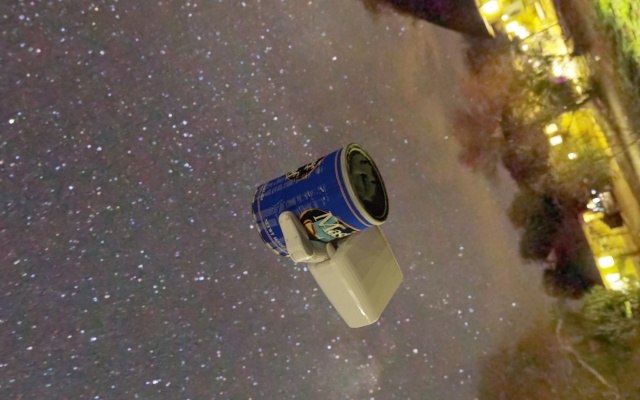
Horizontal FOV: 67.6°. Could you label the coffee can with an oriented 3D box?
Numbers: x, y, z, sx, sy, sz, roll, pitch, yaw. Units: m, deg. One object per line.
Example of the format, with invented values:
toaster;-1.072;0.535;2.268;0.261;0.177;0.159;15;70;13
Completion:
coffee can;0.000;0.002;0.598;0.140;0.103;0.103;-22;-11;28
